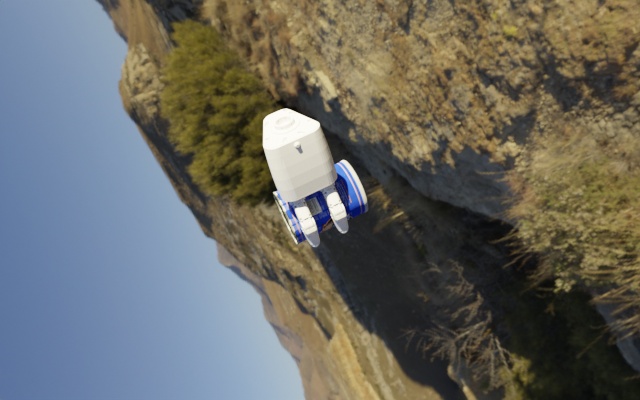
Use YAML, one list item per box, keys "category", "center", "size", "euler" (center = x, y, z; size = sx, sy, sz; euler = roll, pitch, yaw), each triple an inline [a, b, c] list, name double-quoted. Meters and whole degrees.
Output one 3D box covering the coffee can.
- category: "coffee can"
  center: [0.000, 0.003, 0.853]
  size: [0.140, 0.103, 0.103]
  euler: [-25, 4, -8]
